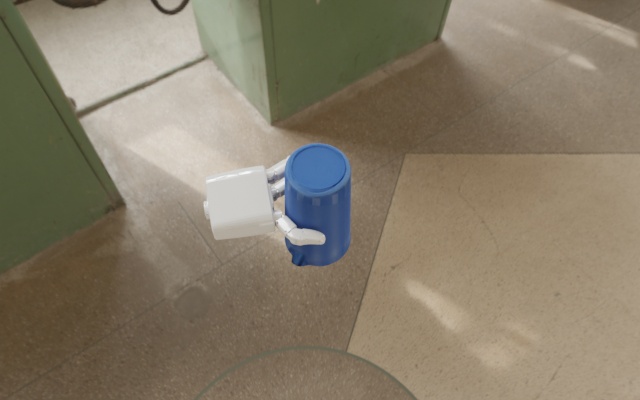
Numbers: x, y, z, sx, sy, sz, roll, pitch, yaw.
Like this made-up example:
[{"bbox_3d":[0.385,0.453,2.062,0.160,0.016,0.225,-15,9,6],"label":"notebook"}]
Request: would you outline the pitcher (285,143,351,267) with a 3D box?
[{"bbox_3d":[0.000,0.003,0.867,0.145,0.149,0.243,-10,-32,-7],"label":"pitcher"}]
